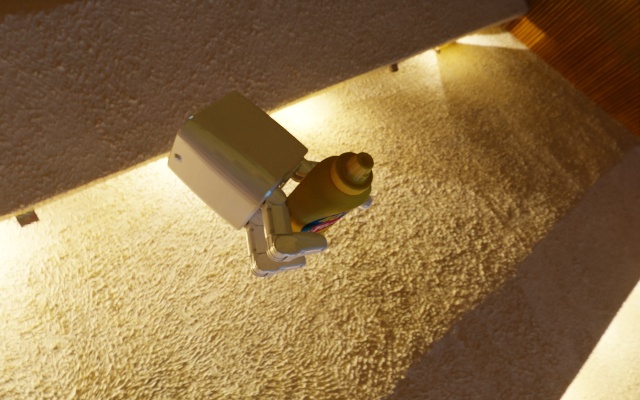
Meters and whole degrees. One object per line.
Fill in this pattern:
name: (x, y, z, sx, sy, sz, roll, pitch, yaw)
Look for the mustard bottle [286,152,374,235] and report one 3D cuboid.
mustard bottle: (0.000, 0.002, 0.505, 0.096, 0.058, 0.192, -22, -13, -34)
